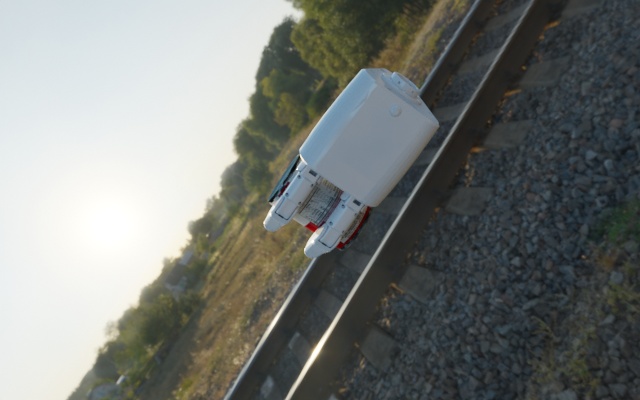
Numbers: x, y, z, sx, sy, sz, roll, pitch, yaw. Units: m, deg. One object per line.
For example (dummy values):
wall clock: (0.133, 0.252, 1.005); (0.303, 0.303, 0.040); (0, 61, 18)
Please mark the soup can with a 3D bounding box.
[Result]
soup can: (0.000, 0.002, 0.543); (0.102, 0.068, 0.068); (34, -6, -9)
